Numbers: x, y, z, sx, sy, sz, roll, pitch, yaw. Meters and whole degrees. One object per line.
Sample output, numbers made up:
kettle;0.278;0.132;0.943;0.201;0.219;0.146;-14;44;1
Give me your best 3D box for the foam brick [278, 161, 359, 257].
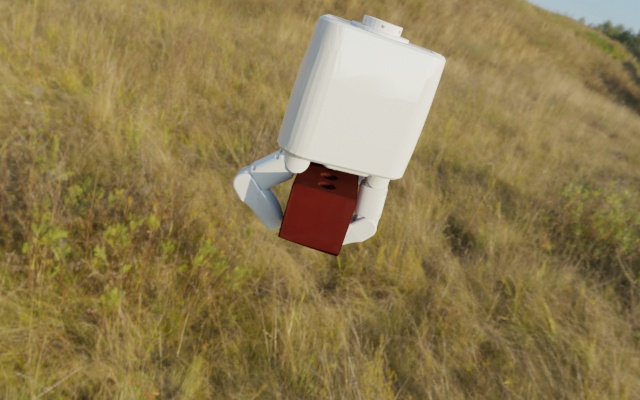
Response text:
foam brick;0.000;0.002;0.407;0.053;0.051;0.078;17;23;-2
